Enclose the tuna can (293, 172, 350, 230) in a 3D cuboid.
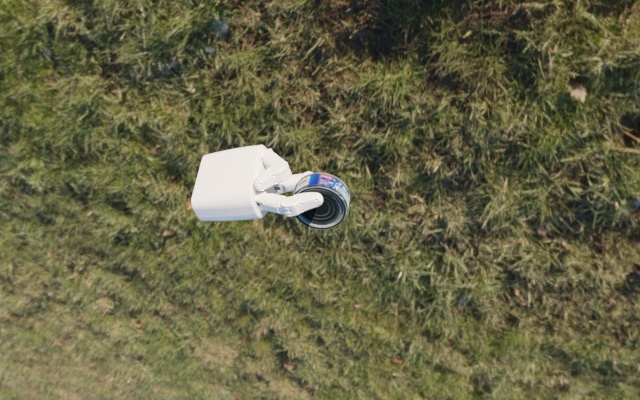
[{"bbox_3d":[0.000,0.003,0.711,0.086,0.086,0.033,0,38,10],"label":"tuna can"}]
